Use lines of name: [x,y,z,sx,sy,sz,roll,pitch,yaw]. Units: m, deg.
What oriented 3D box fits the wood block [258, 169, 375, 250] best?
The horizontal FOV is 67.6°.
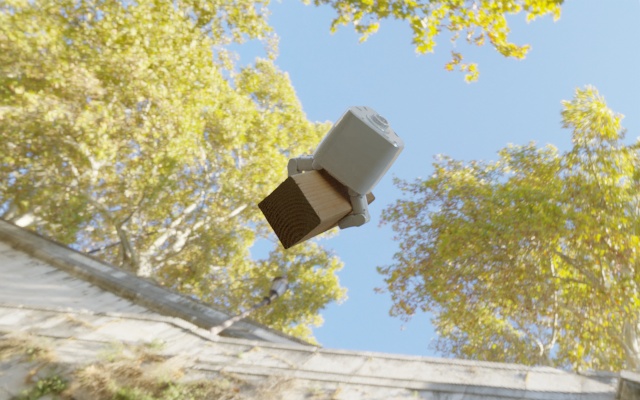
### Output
wood block: [0.001,0.003,0.834,0.090,0.091,0.206,-39,-11,30]
